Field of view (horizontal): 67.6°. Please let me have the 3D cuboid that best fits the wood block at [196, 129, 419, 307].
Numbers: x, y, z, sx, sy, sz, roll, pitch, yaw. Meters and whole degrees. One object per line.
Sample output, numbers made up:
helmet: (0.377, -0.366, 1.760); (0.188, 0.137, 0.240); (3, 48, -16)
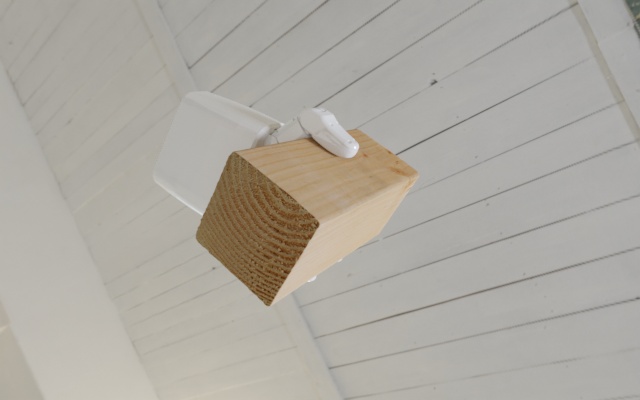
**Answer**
wood block: (0.000, 0.001, 0.442); (0.090, 0.091, 0.206); (39, 29, 17)
